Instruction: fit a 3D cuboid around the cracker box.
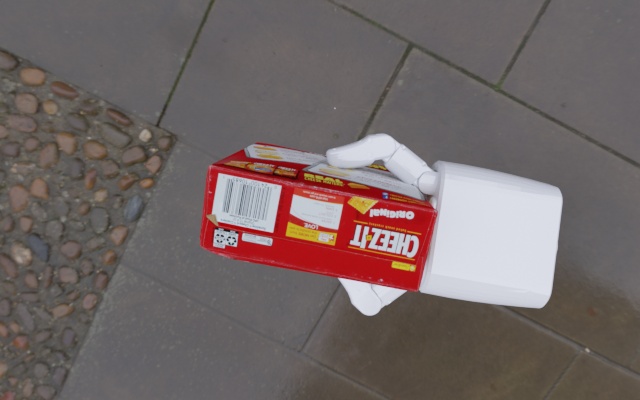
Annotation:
[{"bbox_3d":[0.000,0.001,0.436,0.164,0.072,0.213,11,11,0],"label":"cracker box"}]
